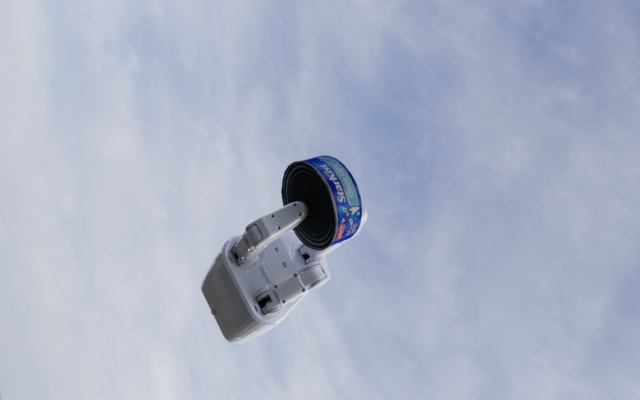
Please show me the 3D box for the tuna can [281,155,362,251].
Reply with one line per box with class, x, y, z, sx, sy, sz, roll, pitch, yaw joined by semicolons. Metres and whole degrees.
tuna can;0.001;0.001;0.449;0.033;0.086;0.086;-18;10;-33
